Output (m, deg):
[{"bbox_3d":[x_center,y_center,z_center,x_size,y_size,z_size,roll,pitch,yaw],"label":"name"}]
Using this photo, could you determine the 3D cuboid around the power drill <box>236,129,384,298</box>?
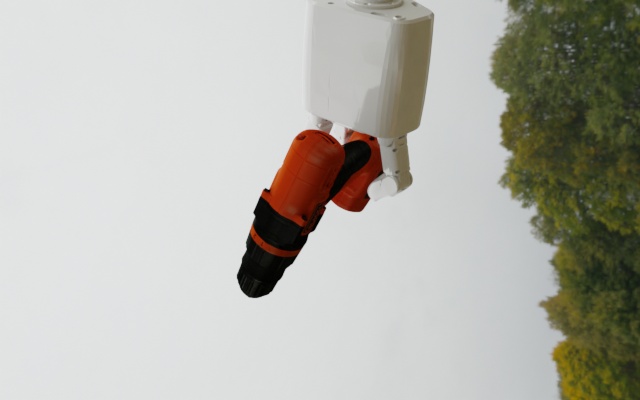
[{"bbox_3d":[0.000,0.001,0.487,0.057,0.184,0.187,37,31,13],"label":"power drill"}]
